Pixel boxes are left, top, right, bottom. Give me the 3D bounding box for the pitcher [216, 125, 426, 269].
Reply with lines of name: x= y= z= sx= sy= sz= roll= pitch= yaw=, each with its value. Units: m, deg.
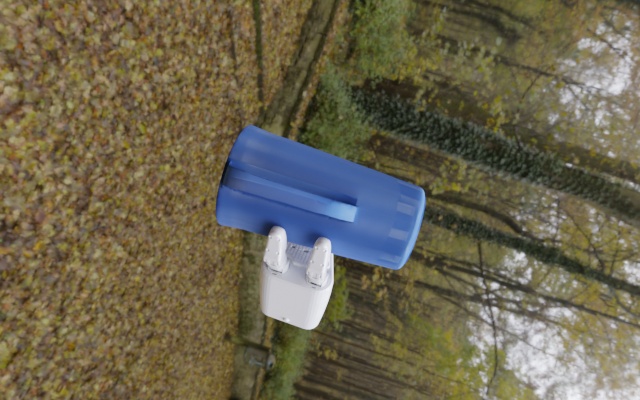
pitcher: x=0.000 y=0.002 z=0.592 sx=0.243 sy=0.145 sz=0.149 roll=17 pitch=46 yaw=5
